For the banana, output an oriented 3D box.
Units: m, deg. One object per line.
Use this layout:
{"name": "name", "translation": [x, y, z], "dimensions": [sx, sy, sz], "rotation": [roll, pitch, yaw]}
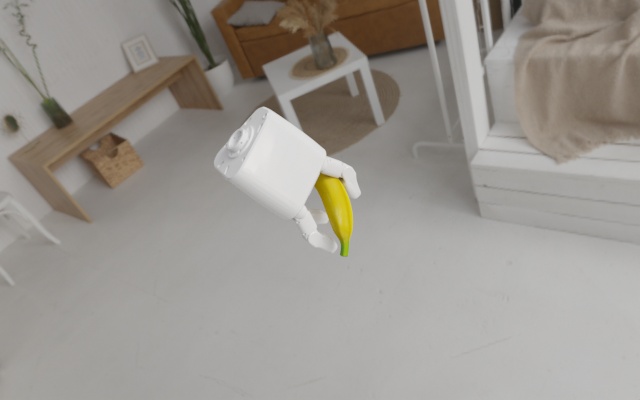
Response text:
{"name": "banana", "translation": [0.008, -0.009, 0.713], "dimensions": [0.037, 0.070, 0.197], "rotation": [7, 37, -27]}
